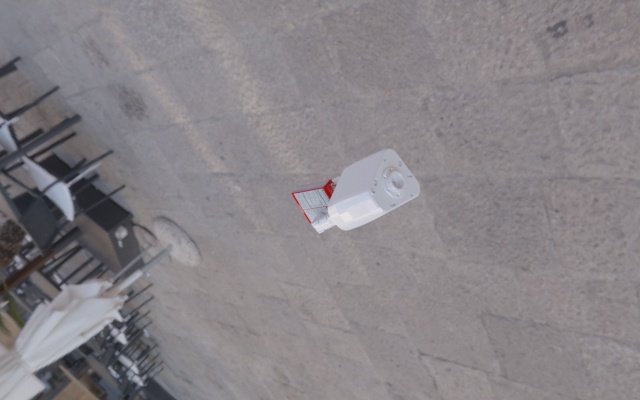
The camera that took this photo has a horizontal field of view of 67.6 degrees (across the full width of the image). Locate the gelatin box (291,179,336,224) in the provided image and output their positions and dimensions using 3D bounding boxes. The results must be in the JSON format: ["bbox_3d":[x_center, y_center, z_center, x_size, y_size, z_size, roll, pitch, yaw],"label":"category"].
[{"bbox_3d":[0.000,0.003,0.874,0.089,0.073,0.030,-10,30,44],"label":"gelatin box"}]
